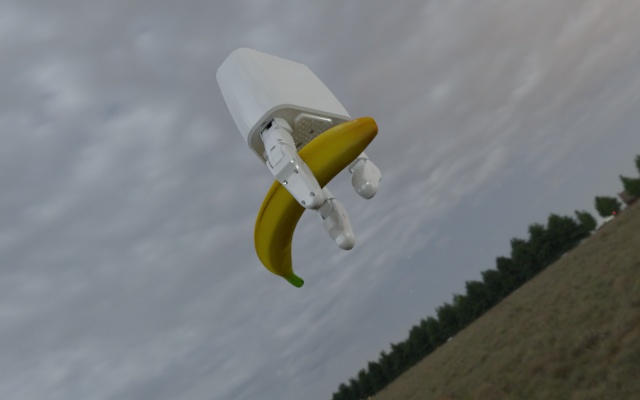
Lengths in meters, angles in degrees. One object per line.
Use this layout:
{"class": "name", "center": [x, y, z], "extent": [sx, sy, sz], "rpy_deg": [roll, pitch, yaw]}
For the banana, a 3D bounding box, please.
{"class": "banana", "center": [-0.018, 0.002, 0.436], "extent": [0.069, 0.198, 0.037], "rpy_deg": [7, 37, -27]}
